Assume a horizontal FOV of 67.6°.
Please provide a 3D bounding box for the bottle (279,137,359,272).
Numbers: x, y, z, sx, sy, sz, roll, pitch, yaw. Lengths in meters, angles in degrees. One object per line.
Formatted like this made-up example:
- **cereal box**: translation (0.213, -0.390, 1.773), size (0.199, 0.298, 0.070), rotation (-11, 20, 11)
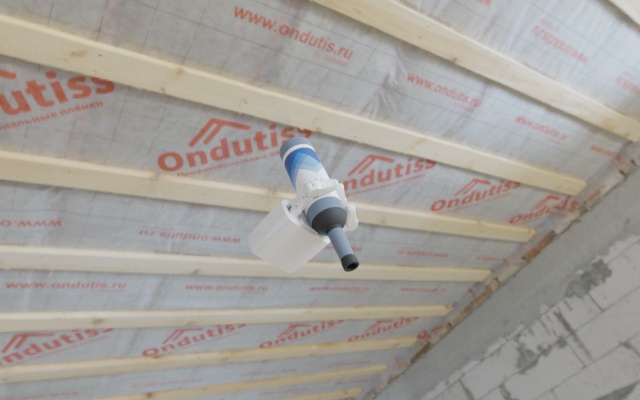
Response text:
- **bottle**: translation (0.000, 0.003, 0.859), size (0.069, 0.295, 0.069), rotation (-15, -39, -13)
